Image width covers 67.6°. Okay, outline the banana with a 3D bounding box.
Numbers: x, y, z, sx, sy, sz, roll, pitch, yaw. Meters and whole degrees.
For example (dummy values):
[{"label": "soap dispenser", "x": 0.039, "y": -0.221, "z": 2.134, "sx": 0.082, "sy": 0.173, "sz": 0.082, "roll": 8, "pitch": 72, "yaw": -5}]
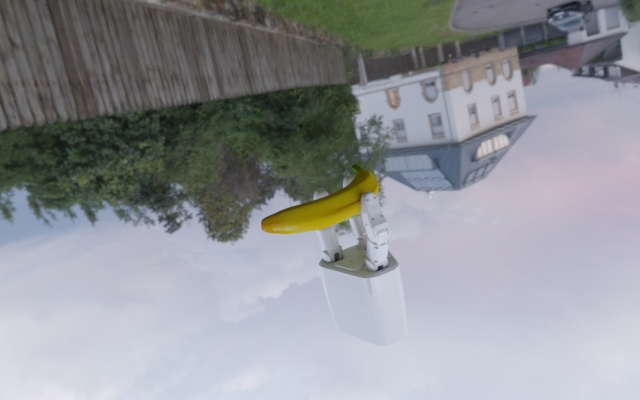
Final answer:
[{"label": "banana", "x": 0.017, "y": 0.002, "z": 0.588, "sx": 0.069, "sy": 0.037, "sz": 0.197, "roll": 7, "pitch": 26, "yaw": 39}]
